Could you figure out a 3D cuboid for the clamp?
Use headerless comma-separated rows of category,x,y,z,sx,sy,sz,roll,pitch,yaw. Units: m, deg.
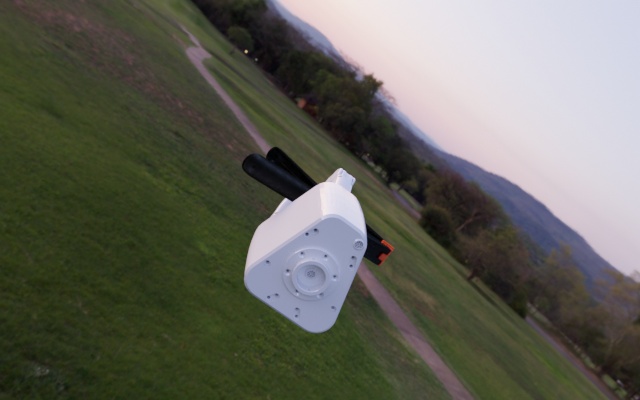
clamp,0.001,0.002,0.592,0.210,0.036,0.164,38,10,-10
